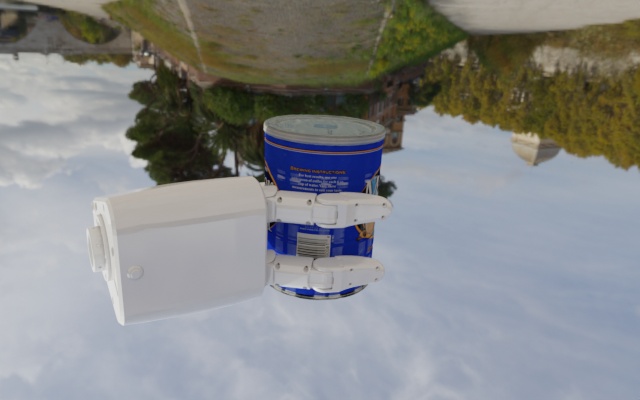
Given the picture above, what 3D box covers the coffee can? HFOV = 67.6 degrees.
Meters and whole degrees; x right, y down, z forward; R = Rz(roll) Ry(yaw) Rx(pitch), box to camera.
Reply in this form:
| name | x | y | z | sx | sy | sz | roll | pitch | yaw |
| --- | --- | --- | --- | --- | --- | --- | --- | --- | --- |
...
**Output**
| name | x | y | z | sx | sy | sz | roll | pitch | yaw |
| --- | --- | --- | --- | --- | --- | --- | --- | --- | --- |
| coffee can | 0.000 | 0.001 | 0.425 | 0.103 | 0.140 | 0.102 | 3 | 19 | -1 |
